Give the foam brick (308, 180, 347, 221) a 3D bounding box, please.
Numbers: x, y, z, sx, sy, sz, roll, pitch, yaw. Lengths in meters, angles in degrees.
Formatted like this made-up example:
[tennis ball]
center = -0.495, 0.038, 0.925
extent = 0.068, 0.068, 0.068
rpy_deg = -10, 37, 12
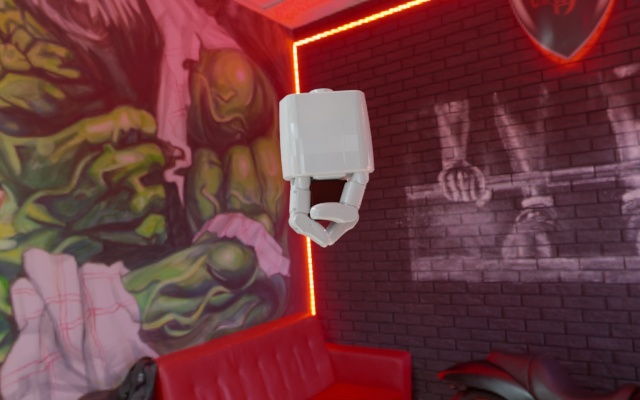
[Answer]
[foam brick]
center = 0.000, 0.002, 0.649
extent = 0.053, 0.051, 0.078
rpy_deg = -5, -3, -23
